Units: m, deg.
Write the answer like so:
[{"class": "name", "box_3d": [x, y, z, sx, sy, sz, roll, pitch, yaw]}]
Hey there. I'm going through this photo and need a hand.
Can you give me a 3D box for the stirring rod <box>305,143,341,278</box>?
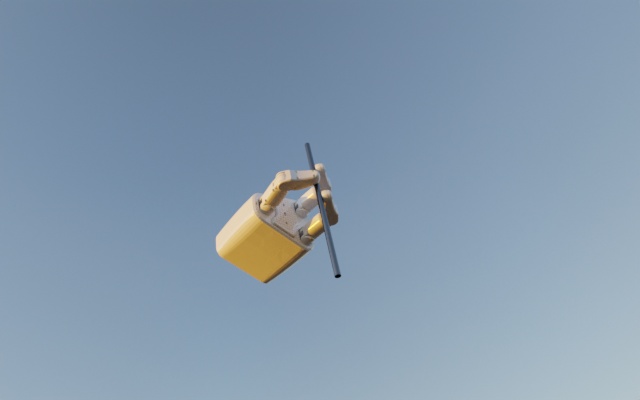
[{"class": "stirring rod", "box_3d": [0.000, 0.002, 0.637, 0.011, 0.239, 0.011, -7, -43, -7]}]
